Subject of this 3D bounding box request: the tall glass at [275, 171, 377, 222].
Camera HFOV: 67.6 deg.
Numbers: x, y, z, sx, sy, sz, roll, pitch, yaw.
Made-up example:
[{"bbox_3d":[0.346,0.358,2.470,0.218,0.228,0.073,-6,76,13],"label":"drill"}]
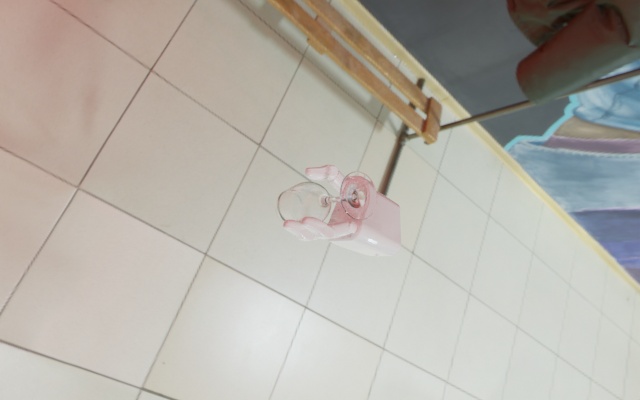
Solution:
[{"bbox_3d":[0.000,0.002,0.800,0.079,0.079,0.201,0,-6,-37],"label":"tall glass"}]
